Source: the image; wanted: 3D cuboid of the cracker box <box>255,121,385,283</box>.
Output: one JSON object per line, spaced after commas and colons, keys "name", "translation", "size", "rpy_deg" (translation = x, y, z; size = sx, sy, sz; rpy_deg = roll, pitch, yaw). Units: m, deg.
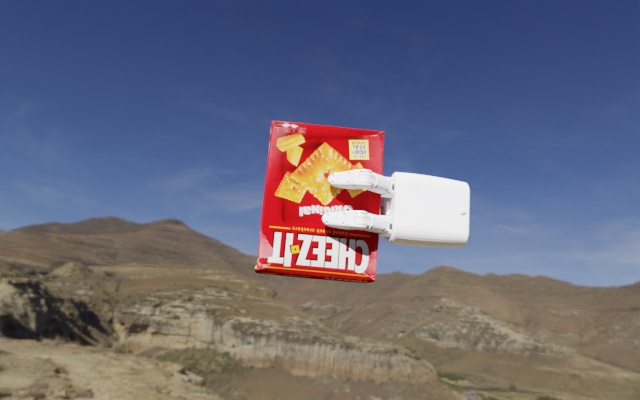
{"name": "cracker box", "translation": [0.000, 0.002, 0.676], "size": [0.164, 0.213, 0.072], "rpy_deg": [6, -12, -5]}
